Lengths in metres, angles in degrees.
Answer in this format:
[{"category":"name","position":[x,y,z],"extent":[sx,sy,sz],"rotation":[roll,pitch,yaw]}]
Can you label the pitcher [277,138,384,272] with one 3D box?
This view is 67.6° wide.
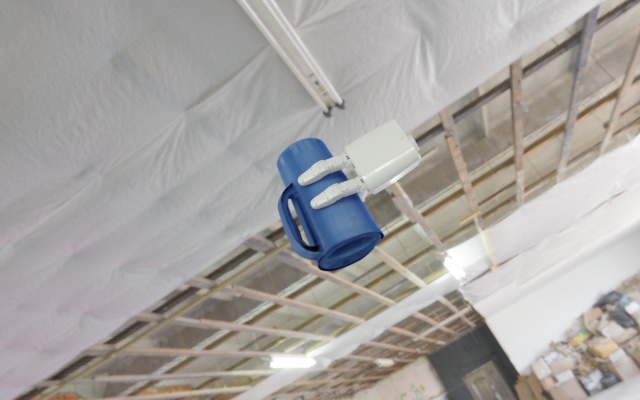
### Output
[{"category":"pitcher","position":[0.000,0.003,0.899],"extent":[0.145,0.242,0.149],"rotation":[-31,-26,6]}]
